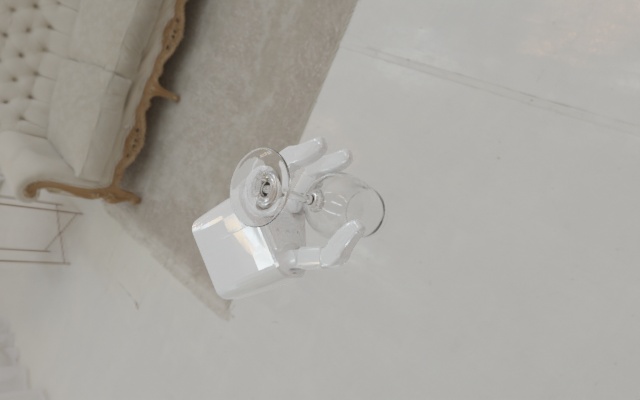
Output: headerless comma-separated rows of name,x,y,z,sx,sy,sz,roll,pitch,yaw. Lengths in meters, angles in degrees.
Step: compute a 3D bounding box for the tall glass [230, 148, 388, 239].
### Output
tall glass,0.000,0.002,0.516,0.079,0.079,0.201,0,-8,36
